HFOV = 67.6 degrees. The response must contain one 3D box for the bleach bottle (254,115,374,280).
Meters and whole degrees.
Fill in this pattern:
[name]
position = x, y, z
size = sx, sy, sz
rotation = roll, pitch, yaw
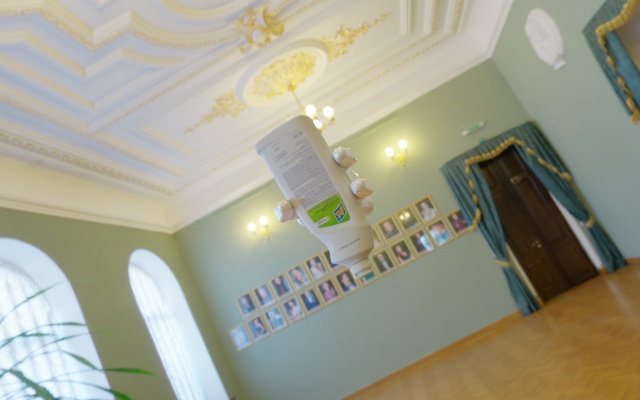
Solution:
[bleach bottle]
position = 0.000, 0.002, 0.709
size = 0.102, 0.250, 0.068
rotation = -31, -13, 17
